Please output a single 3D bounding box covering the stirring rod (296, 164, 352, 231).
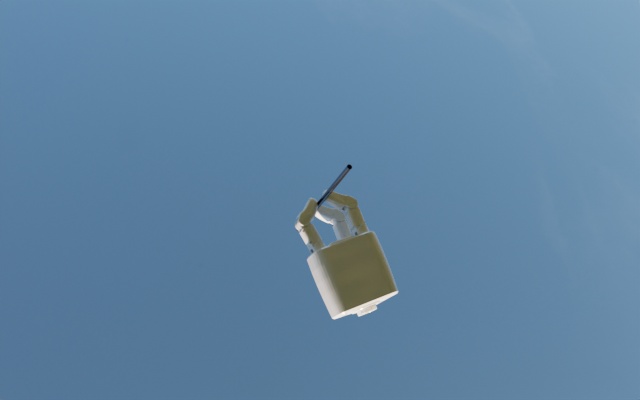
[{"bbox_3d":[0.000,0.003,0.788,0.011,0.011,0.240,0,-25,-23],"label":"stirring rod"}]
